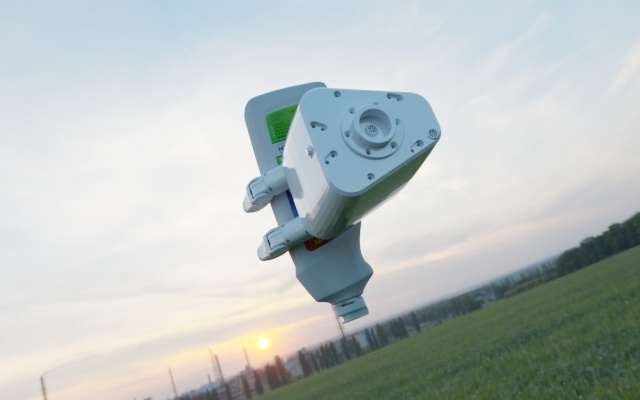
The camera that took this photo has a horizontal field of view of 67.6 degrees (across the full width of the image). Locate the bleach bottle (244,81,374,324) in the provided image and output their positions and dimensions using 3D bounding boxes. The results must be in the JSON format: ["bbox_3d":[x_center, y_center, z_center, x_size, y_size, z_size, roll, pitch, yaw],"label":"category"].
[{"bbox_3d":[0.000,0.002,0.505,0.102,0.250,0.068,-16,-16,-15],"label":"bleach bottle"}]
